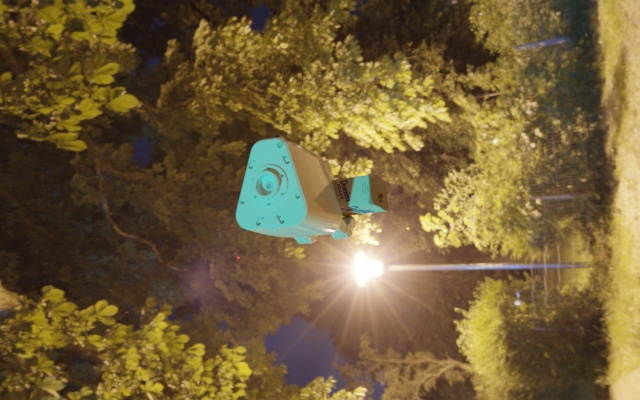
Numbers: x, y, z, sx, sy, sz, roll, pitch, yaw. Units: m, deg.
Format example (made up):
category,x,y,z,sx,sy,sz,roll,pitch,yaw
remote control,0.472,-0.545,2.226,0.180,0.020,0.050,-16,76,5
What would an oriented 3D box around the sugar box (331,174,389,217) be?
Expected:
category,x,y,z,sx,sy,sz,roll,pitch,yaw
sugar box,0.000,0.003,0.680,0.176,0.048,0.093,-5,-9,22
